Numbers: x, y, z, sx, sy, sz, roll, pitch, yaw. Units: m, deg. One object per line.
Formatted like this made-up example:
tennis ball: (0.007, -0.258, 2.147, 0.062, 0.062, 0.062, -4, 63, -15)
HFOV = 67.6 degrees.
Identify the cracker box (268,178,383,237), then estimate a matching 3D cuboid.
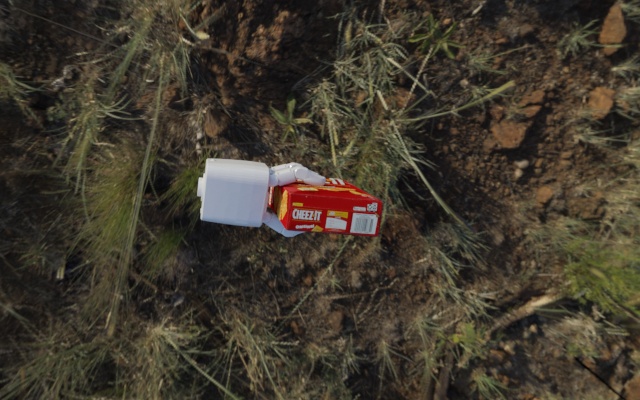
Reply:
cracker box: (0.000, 0.003, 0.881, 0.164, 0.072, 0.213, 5, 11, -15)
